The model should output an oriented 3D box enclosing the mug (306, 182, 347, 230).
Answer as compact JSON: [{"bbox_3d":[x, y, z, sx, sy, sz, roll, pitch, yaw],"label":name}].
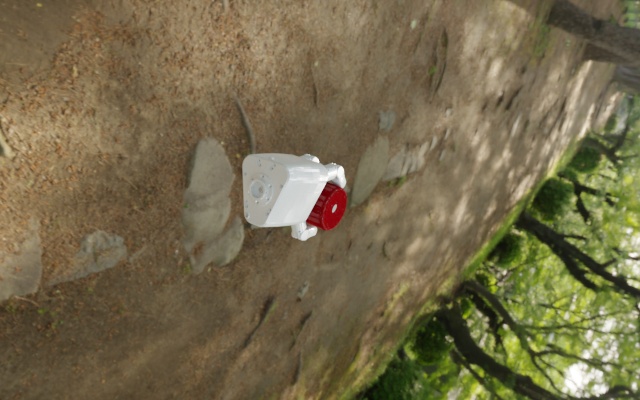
[{"bbox_3d":[0.001,0.003,0.866,0.081,0.093,0.117,21,15,30],"label":"mug"}]
